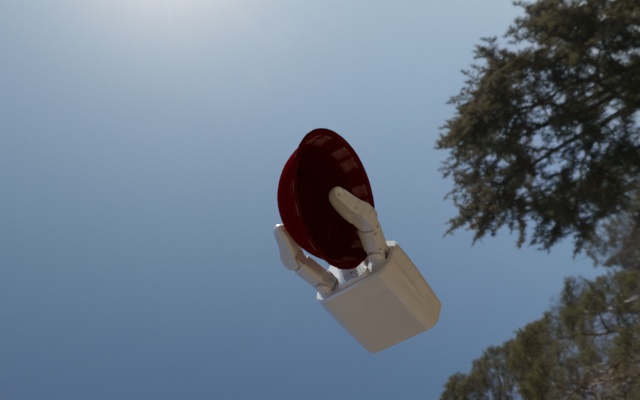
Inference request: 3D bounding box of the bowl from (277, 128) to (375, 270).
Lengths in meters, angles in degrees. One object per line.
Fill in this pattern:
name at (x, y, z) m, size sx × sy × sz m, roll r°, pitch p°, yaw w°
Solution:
bowl at (-0.001, 0.001, 0.550) m, size 0.055 × 0.162 × 0.162 m, roll -13°, pitch -8°, yaw 34°
